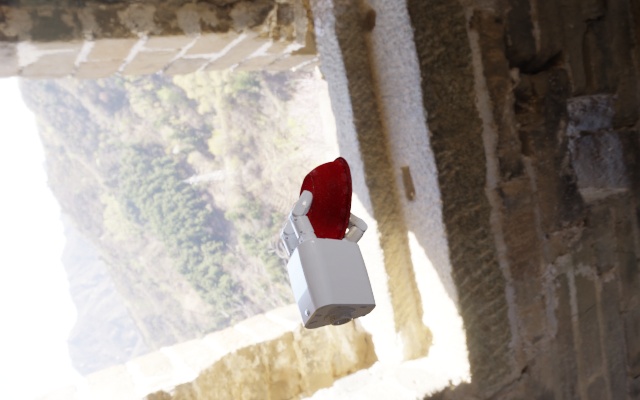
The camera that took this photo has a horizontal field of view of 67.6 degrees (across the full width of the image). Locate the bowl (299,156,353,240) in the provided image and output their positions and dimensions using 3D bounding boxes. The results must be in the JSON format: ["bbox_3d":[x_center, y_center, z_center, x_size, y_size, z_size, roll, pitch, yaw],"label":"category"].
[{"bbox_3d":[-0.001,0.002,0.807,0.055,0.162,0.162,6,-2,-17],"label":"bowl"}]
